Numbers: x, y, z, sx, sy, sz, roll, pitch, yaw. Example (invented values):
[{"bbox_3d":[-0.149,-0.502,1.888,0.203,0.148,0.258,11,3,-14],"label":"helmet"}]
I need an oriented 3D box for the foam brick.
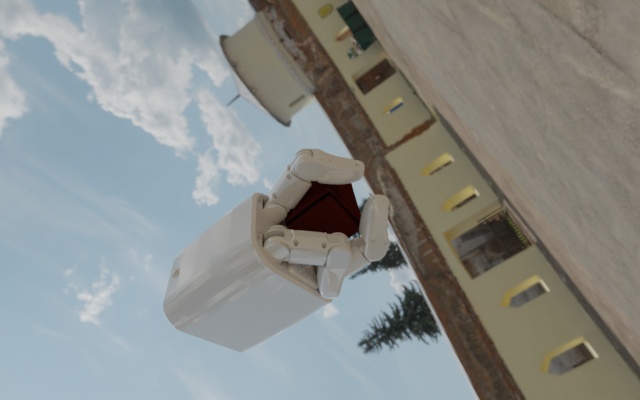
[{"bbox_3d":[0.000,0.001,0.447,0.051,0.053,0.078,-37,29,16],"label":"foam brick"}]
